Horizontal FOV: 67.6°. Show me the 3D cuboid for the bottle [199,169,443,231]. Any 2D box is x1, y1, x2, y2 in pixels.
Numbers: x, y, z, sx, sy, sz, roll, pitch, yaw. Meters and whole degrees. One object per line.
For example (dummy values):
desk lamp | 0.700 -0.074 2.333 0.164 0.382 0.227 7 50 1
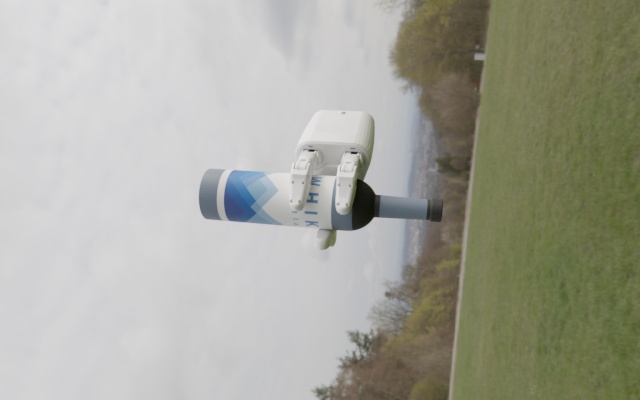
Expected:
bottle | 0.000 0.002 0.595 0.296 0.069 0.069 4 1 10
